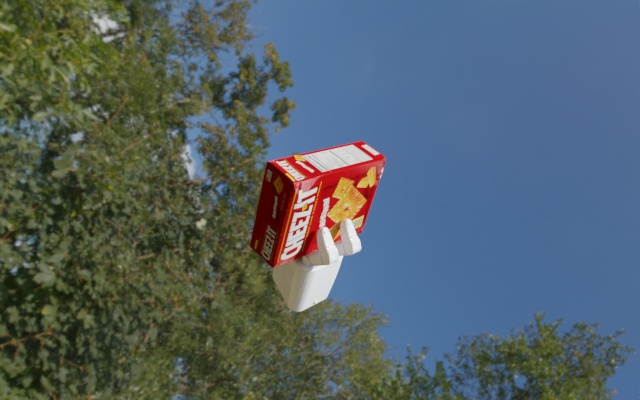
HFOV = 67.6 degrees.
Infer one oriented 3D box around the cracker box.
[{"bbox_3d":[0.000,0.002,0.785,0.213,0.164,0.072,-18,45,-42],"label":"cracker box"}]
